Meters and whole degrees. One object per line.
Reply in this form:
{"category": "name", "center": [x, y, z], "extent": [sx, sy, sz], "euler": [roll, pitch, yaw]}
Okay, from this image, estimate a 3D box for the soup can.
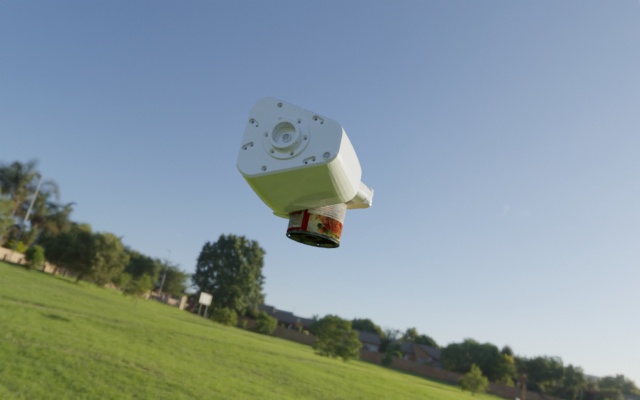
{"category": "soup can", "center": [0.000, 0.002, 0.598], "extent": [0.068, 0.102, 0.068], "euler": [11, -17, 3]}
